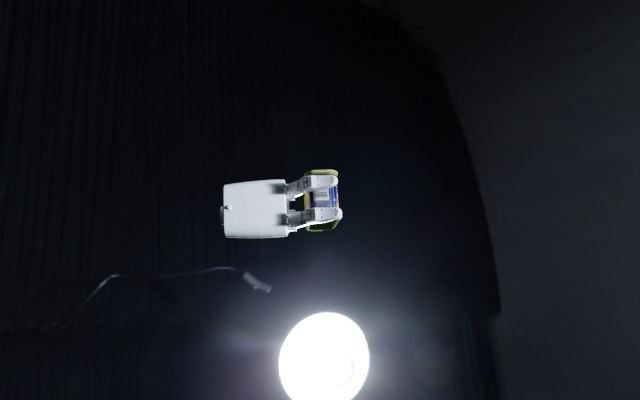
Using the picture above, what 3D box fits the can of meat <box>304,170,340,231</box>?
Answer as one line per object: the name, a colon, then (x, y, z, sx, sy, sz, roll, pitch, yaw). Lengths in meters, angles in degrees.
can of meat: (0.000, 0.003, 0.835, 0.057, 0.084, 0.102, -2, -16, -7)
